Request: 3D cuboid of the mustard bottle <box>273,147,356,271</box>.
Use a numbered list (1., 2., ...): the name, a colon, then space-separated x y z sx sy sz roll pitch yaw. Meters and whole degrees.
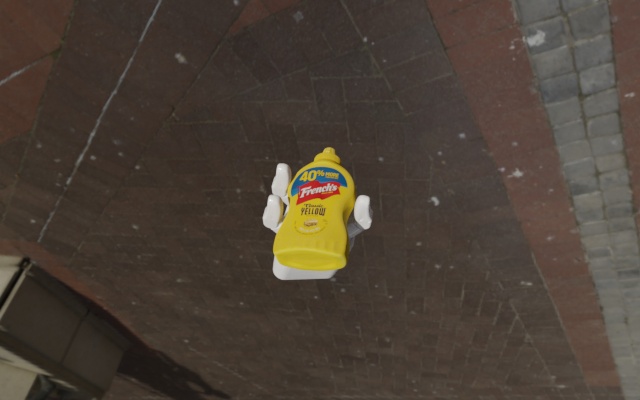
1. mustard bottle: 0.000 0.002 0.663 0.096 0.191 0.058 0 -38 15
